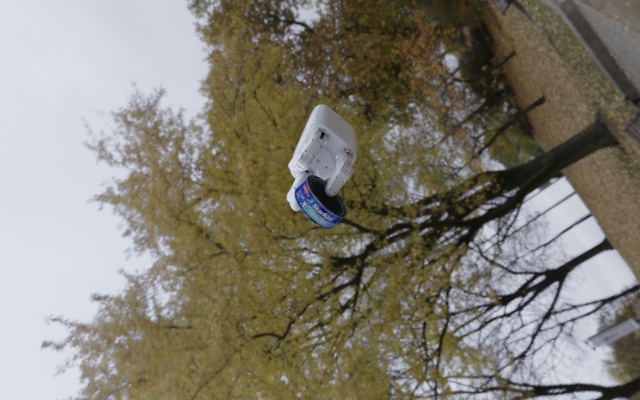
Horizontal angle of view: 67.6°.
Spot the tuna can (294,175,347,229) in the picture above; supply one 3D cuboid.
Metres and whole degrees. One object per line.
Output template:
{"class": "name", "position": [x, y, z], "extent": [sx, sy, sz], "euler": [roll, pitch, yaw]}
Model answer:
{"class": "tuna can", "position": [0.000, 0.003, 0.751], "extent": [0.034, 0.086, 0.086], "euler": [-43, -19, 21]}
